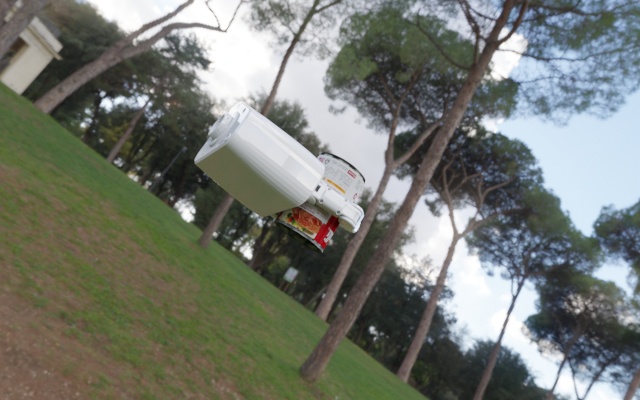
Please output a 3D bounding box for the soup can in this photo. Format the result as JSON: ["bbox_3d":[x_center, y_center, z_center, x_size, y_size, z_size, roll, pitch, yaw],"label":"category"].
[{"bbox_3d":[0.001,0.002,0.572,0.068,0.102,0.068,31,-13,8],"label":"soup can"}]
